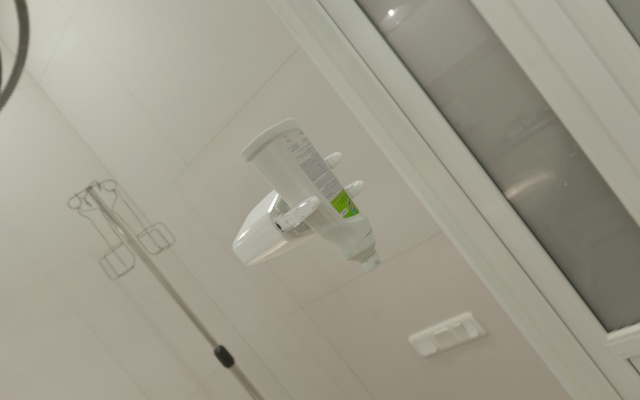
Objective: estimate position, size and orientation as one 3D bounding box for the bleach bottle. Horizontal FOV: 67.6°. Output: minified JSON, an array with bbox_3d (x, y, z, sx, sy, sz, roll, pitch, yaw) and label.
[{"bbox_3d":[0.000,0.002,0.694,0.068,0.251,0.102,-36,4,36],"label":"bleach bottle"}]
